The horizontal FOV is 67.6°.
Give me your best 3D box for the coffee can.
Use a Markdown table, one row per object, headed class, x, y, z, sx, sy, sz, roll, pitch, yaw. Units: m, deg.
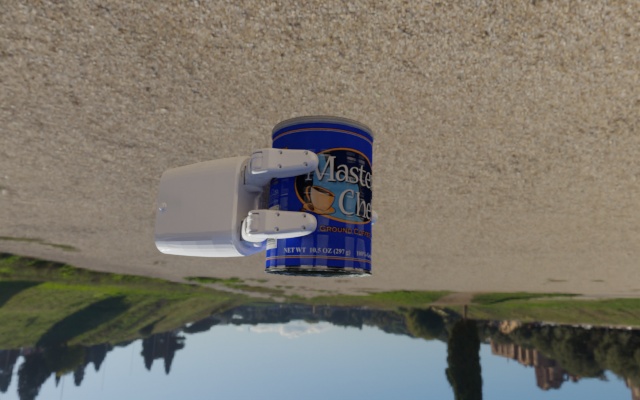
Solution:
| class | x | y | z | sx | sy | sz | roll | pitch | yaw |
| --- | --- | --- | --- | --- | --- | --- | --- | --- | --- |
| coffee can | 0.000 | 0.001 | 0.467 | 0.103 | 0.140 | 0.103 | 2 | -12 | 0 |
